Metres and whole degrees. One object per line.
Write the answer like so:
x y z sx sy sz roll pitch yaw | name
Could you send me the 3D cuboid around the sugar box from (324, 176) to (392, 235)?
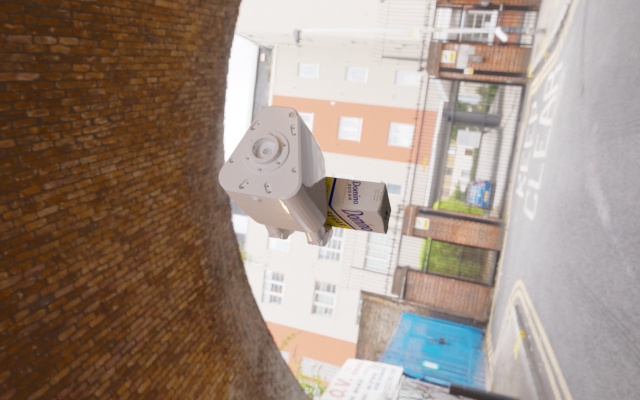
0.000 0.002 0.625 0.176 0.048 0.093 10 -18 17 | sugar box
